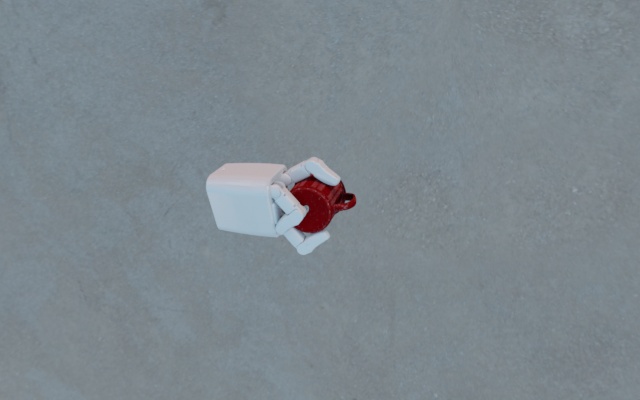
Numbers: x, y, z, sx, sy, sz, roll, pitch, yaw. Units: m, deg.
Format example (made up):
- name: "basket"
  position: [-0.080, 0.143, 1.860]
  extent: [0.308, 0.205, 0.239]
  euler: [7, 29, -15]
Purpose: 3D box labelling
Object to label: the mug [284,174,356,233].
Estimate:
- name: "mug"
  position: [0.001, 0.003, 0.780]
  extent: [0.117, 0.093, 0.081]
  euler: [3, 23, 15]
